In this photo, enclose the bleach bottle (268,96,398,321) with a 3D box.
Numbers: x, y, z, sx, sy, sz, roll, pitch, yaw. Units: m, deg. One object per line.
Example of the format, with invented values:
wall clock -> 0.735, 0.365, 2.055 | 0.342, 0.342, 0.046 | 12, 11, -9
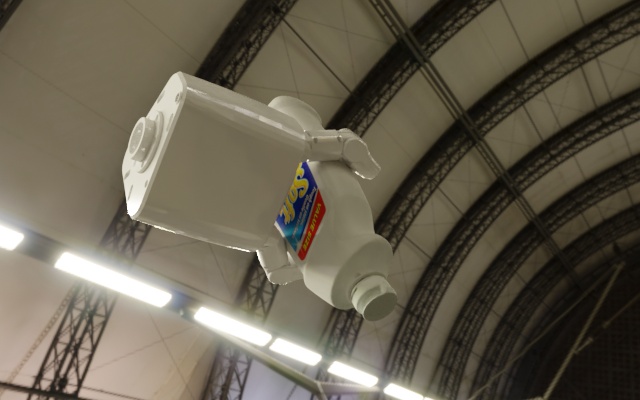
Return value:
bleach bottle -> 0.000, 0.001, 0.434 | 0.068, 0.102, 0.250 | 21, 22, -37
